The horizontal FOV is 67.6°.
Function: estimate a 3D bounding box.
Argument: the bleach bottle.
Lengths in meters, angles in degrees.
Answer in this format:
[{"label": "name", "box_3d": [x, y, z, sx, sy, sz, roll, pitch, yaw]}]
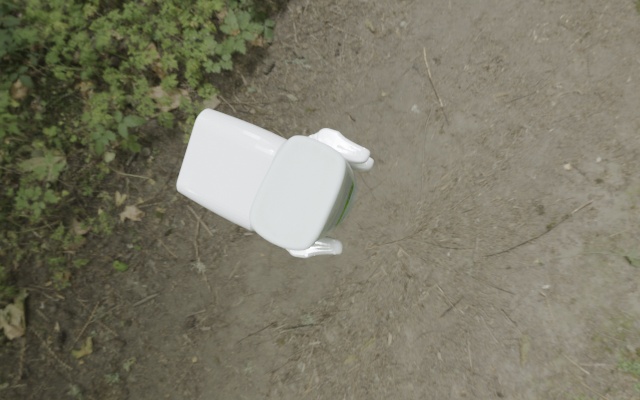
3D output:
[{"label": "bleach bottle", "box_3d": [0.000, 0.002, 0.534, 0.068, 0.102, 0.251, 25, -1, 10]}]
